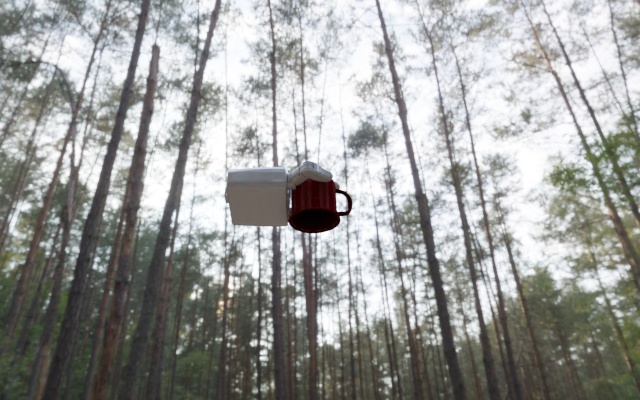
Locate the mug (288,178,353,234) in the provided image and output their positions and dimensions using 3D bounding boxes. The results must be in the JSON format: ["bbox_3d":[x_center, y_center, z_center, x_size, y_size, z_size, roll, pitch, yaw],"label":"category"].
[{"bbox_3d":[0.002,0.003,0.865,0.117,0.081,0.093,-1,-32,-3],"label":"mug"}]
